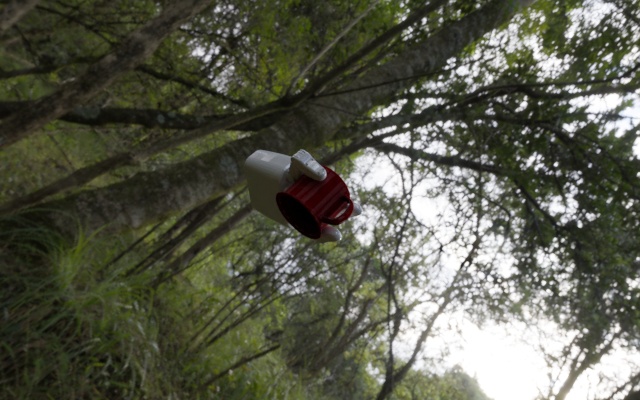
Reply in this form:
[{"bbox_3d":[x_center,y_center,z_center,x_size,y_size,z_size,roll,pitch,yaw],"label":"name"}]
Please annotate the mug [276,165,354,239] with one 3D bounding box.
[{"bbox_3d":[0.001,0.003,0.730,0.117,0.093,0.081,21,55,42],"label":"mug"}]
